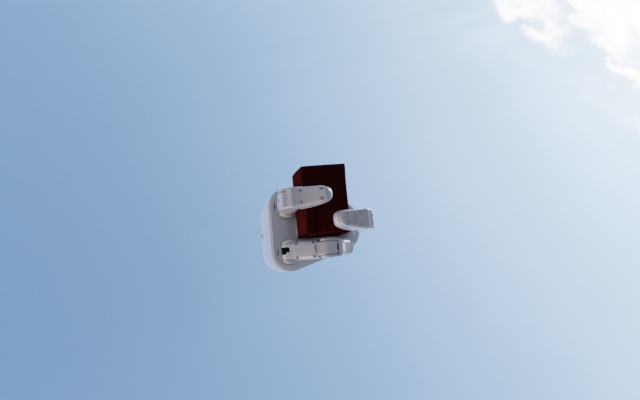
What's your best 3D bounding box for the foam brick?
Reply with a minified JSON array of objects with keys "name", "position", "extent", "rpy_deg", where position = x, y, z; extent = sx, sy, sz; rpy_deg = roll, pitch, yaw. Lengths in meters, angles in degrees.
[{"name":"foam brick","position":[0.000,0.001,0.546],"extent":[0.053,0.078,0.051],"rpy_deg":[-3,-8,-15]}]
